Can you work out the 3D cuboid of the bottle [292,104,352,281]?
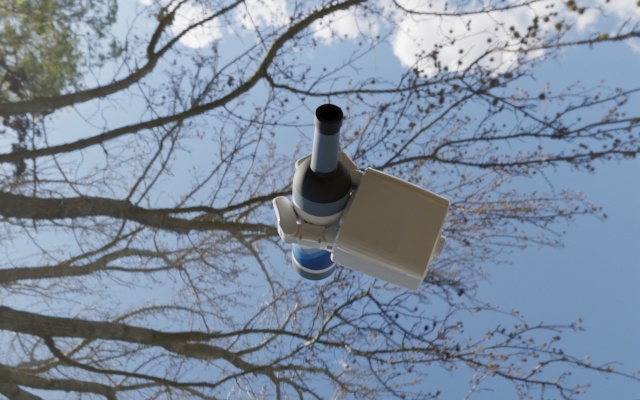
[{"bbox_3d":[0.000,0.002,0.571,0.069,0.069,0.296,0,-35,-4],"label":"bottle"}]
